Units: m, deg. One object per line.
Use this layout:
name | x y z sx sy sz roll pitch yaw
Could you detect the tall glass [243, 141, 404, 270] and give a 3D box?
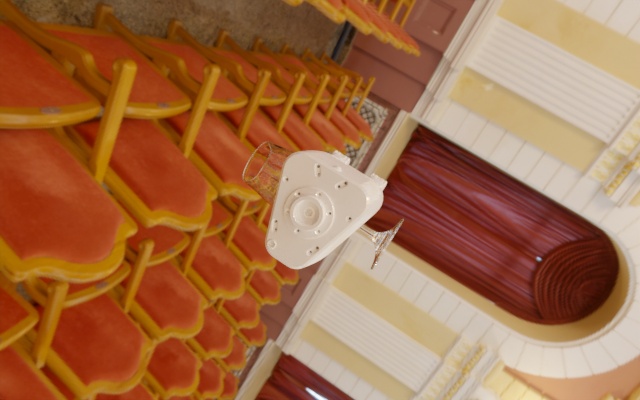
tall glass | 0.001 0.002 0.605 0.201 0.079 0.079 32 5 9
